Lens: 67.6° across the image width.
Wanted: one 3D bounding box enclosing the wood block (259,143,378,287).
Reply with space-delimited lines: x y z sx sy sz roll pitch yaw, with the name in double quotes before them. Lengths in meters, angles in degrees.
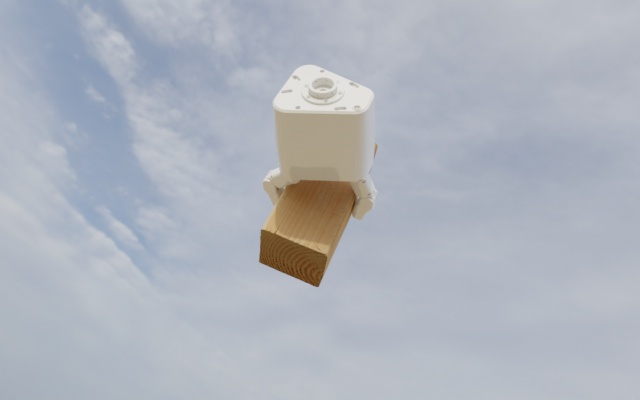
"wood block" 0.000 0.002 0.667 0.091 0.206 0.090 22 -36 7
